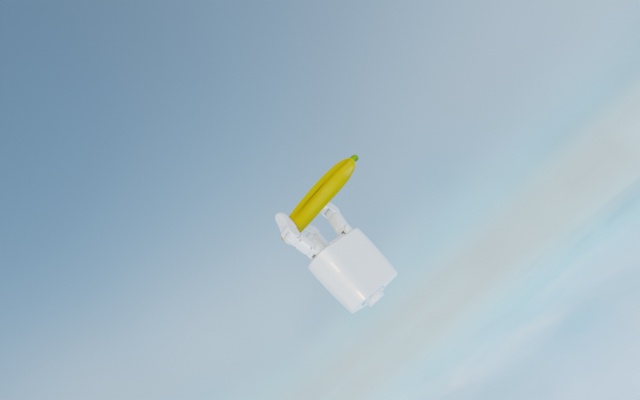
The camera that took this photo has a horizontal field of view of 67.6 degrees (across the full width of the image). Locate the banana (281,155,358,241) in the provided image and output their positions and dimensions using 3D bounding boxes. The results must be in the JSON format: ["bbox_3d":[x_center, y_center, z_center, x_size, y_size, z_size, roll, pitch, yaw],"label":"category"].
[{"bbox_3d":[-0.002,-0.002,0.808,0.037,0.198,0.069,44,3,15],"label":"banana"}]
